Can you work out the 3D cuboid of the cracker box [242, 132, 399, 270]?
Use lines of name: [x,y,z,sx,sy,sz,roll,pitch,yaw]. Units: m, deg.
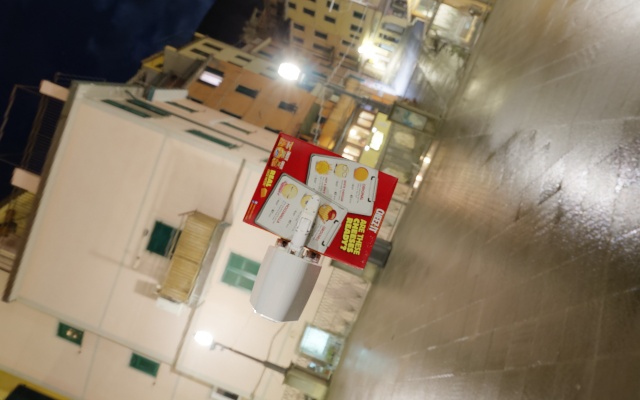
cracker box: [0.000,0.003,0.807,0.213,0.164,0.072,22,-6,3]
